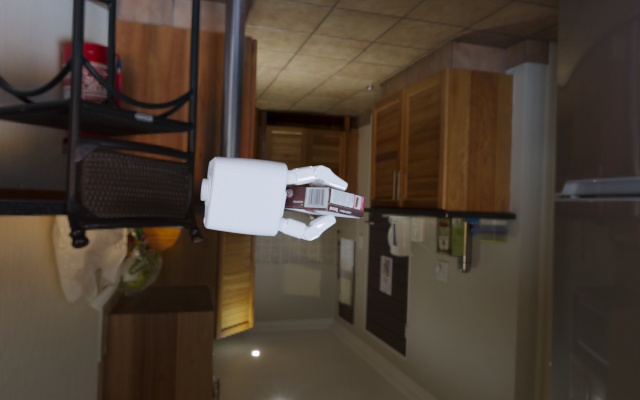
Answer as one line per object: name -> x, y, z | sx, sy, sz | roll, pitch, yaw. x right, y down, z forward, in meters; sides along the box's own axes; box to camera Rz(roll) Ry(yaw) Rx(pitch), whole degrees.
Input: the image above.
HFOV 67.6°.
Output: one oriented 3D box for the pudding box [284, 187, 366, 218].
pudding box -> 0.000, 0.003, 0.759 | 0.113, 0.039, 0.090 | 5, -5, 43
